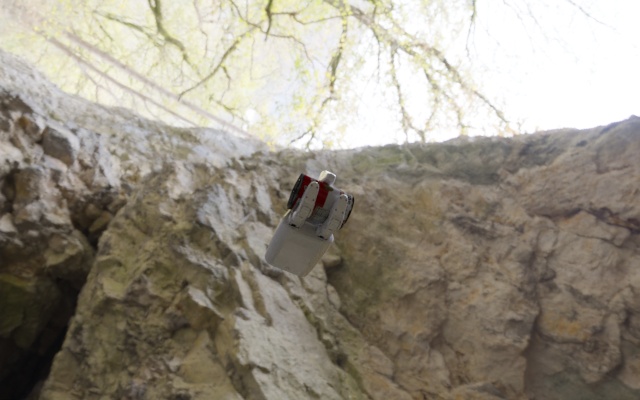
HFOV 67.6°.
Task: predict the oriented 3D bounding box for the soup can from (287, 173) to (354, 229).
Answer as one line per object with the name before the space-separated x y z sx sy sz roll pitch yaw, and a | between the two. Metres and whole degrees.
soup can | 0.001 0.002 0.845 0.102 0.068 0.068 23 -5 -10
